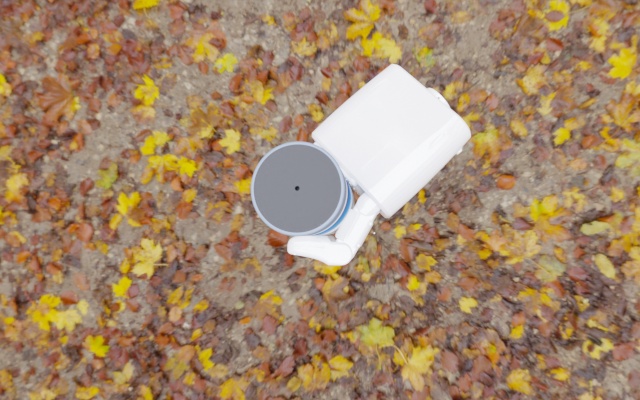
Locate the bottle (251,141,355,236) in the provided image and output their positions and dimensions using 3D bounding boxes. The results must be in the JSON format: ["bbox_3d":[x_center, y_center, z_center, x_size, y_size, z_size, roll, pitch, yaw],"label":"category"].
[{"bbox_3d":[0.000,0.002,0.477,0.069,0.069,0.296,0,-4,6],"label":"bottle"}]
